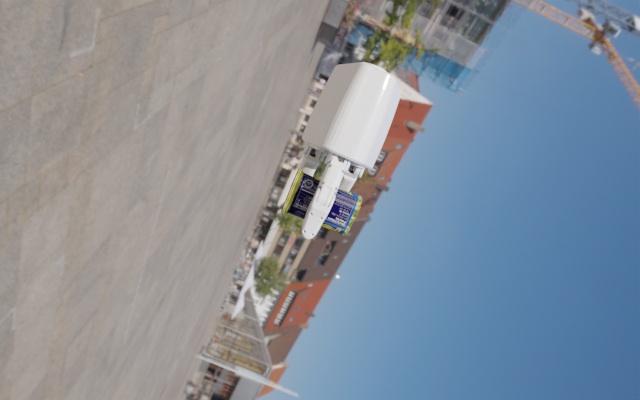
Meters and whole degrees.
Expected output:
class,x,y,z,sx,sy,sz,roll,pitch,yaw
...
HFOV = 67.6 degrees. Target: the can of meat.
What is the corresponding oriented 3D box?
class,x,y,z,sx,sy,sz,roll,pitch,yaw
can of meat,0.000,0.002,0.600,0.084,0.057,0.102,22,2,-5
